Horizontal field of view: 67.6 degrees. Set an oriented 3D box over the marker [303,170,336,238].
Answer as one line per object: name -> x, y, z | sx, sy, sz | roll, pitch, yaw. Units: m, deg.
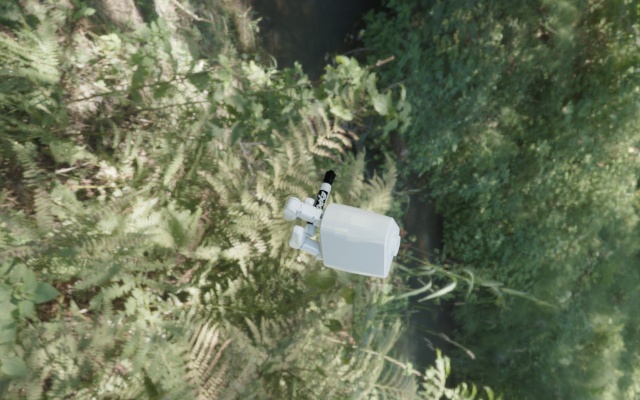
marker -> 0.000, 0.003, 0.776 | 0.020, 0.121, 0.020 | 17, -24, 8
